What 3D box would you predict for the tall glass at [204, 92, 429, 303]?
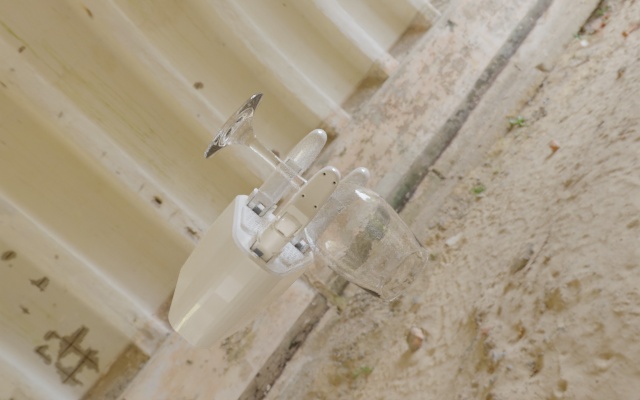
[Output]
[{"bbox_3d":[0.000,0.001,0.416,0.201,0.079,0.079,41,-4,-5],"label":"tall glass"}]
